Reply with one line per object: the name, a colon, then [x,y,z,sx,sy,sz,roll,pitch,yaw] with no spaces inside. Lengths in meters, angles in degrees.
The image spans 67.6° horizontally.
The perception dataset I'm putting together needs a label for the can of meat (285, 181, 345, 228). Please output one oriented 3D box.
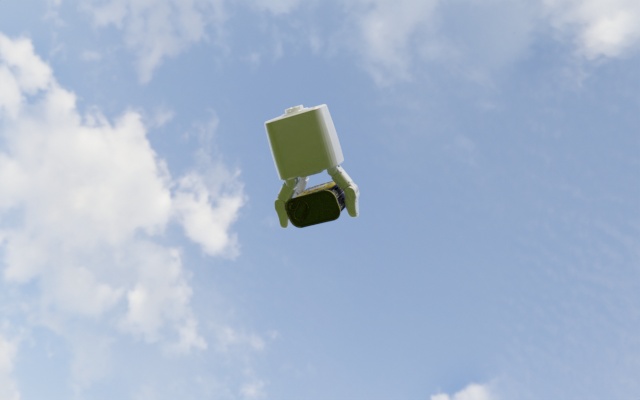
can of meat: [0.000,0.003,0.872,0.102,0.057,0.084,-15,13,26]
